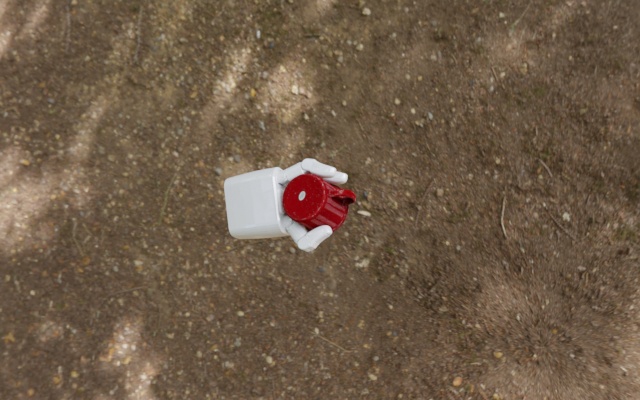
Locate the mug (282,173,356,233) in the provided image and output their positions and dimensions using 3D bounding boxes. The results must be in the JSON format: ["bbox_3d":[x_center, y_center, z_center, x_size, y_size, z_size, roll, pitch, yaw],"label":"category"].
[{"bbox_3d":[0.001,0.002,0.787,0.117,0.093,0.081,-10,-19,24],"label":"mug"}]
